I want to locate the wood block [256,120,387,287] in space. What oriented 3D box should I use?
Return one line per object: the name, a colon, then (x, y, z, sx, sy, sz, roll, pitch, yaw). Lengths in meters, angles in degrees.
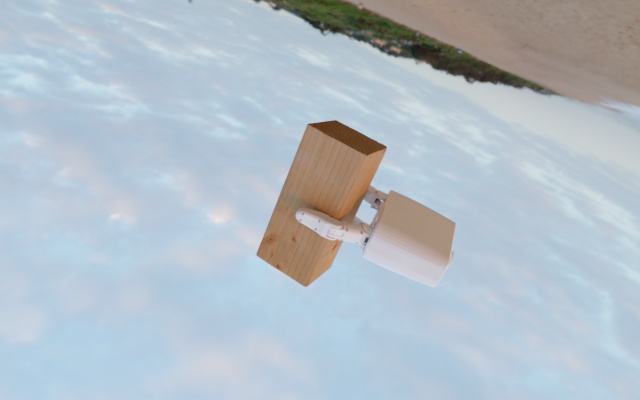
wood block: (0.000, 0.003, 0.664, 0.090, 0.206, 0.091, 30, 23, 17)
